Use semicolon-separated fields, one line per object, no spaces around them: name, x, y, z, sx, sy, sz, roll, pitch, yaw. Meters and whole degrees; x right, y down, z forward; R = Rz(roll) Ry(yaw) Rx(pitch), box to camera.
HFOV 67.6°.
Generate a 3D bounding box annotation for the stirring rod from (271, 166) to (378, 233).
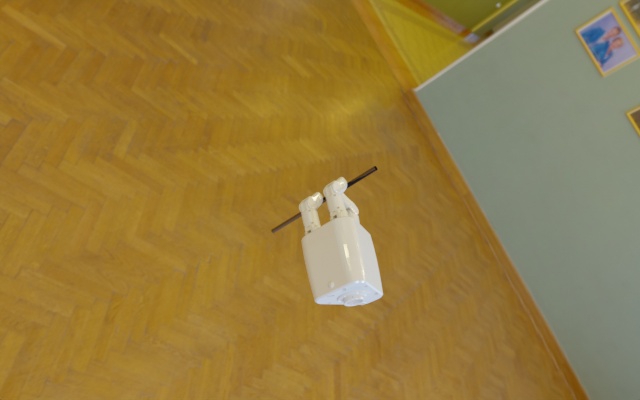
stirring rod;0.000;0.003;0.819;0.239;0.011;0.011;-32;-18;31
